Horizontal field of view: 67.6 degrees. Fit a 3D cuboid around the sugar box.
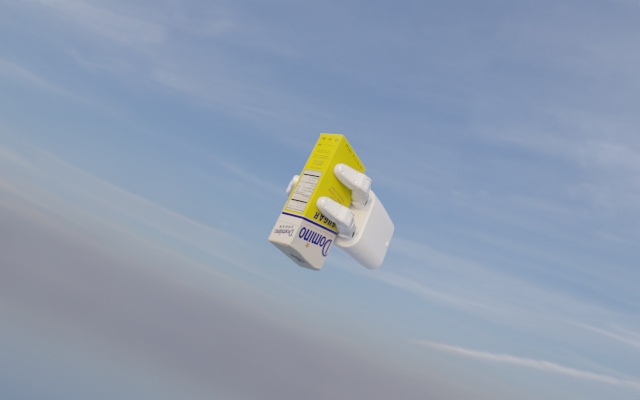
[{"bbox_3d":[0.001,0.002,0.676,0.048,0.176,0.093,9,-24,34],"label":"sugar box"}]
